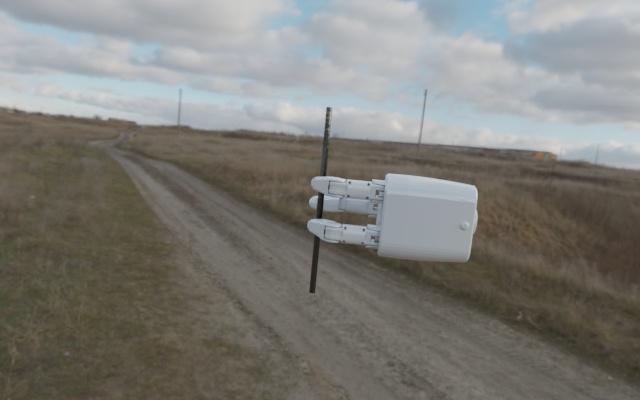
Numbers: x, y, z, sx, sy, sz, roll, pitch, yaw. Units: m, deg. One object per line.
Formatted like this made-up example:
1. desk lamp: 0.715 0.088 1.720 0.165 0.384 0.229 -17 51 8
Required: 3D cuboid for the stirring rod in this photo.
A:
1. stirring rod: 0.000 0.002 0.614 0.011 0.239 0.011 5 7 -1
